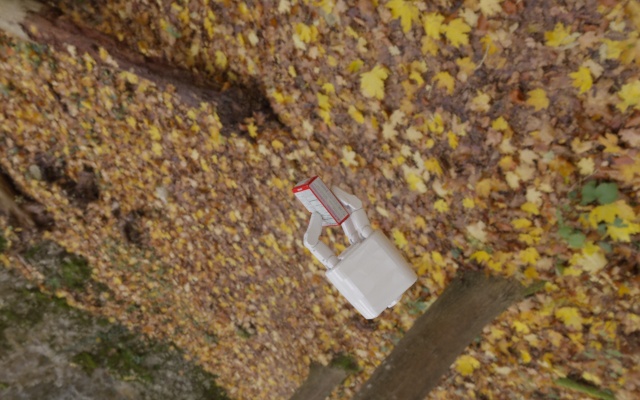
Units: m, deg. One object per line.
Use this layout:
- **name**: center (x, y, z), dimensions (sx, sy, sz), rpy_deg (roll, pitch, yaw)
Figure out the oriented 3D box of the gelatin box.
- **gelatin box**: center (0.000, 0.003, 0.803), dimensions (0.030, 0.089, 0.073), rpy_deg (-44, 13, -20)
